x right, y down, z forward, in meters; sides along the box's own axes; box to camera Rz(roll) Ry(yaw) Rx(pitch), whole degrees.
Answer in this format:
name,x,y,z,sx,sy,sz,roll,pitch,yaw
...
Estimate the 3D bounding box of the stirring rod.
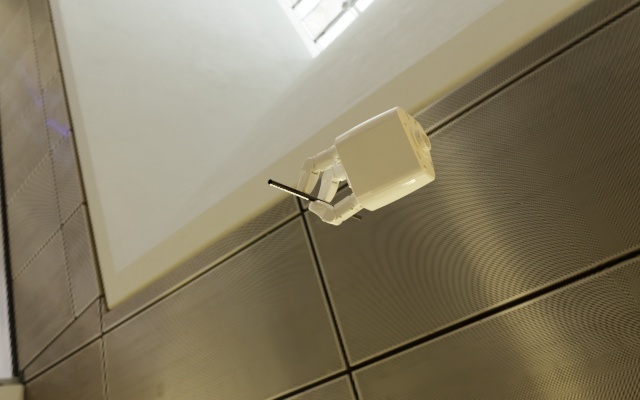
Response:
name,x,y,z,sx,sy,sz,roll,pitch,yaw
stirring rod,0.000,0.002,0.747,0.011,0.011,0.239,0,-13,36
